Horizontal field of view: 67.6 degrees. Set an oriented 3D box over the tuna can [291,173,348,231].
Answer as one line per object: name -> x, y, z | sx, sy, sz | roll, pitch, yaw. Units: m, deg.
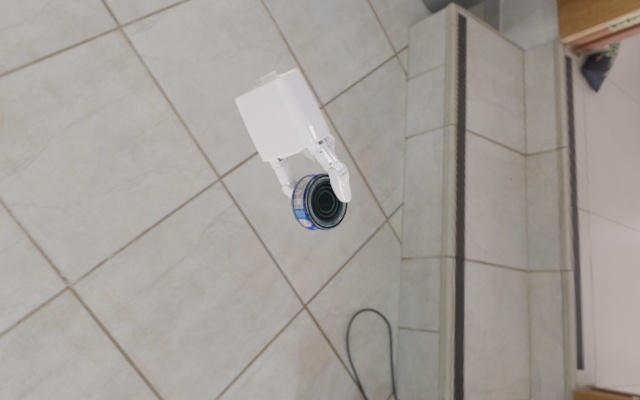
tuna can -> 0.001, 0.002, 0.714 | 0.086, 0.086, 0.034 | 0, -2, -40
